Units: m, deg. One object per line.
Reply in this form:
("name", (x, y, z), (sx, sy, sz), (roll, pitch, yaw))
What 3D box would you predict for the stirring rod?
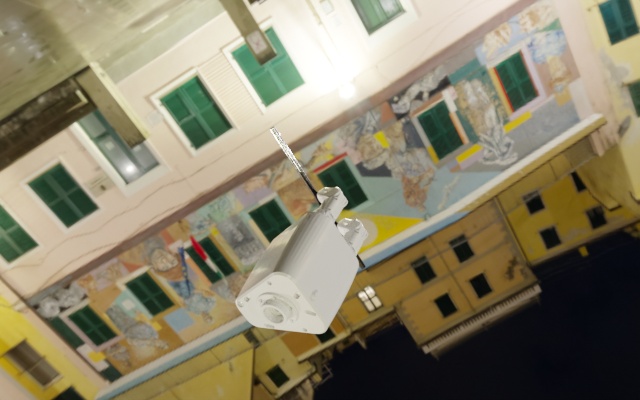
("stirring rod", (0.000, 0.002, 0.650), (0.011, 0.240, 0.011), (-29, 21, 12))
